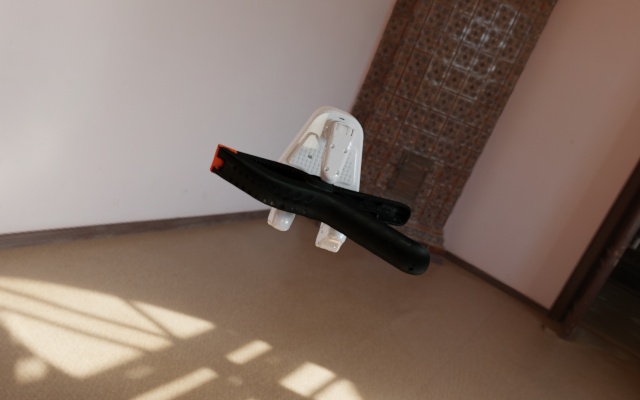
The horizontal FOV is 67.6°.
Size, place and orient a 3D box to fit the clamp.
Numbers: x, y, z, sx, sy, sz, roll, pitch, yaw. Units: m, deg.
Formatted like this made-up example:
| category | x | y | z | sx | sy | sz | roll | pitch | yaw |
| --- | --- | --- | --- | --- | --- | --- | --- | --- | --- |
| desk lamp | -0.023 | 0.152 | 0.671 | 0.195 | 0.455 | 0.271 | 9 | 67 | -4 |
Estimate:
| category | x | y | z | sx | sy | sz | roll | pitch | yaw |
| --- | --- | --- | --- | --- | --- | --- | --- | --- | --- |
| clamp | 0.000 | 0.000 | 0.431 | 0.210 | 0.036 | 0.164 | 20 | 12 | -7 |
